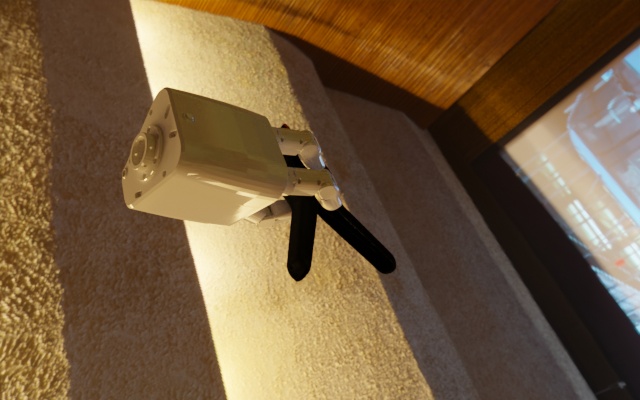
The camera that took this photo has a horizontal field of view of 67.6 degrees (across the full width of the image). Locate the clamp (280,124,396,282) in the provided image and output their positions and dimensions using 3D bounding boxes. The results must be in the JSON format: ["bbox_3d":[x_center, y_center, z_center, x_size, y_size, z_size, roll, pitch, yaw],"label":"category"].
[{"bbox_3d":[-0.001,0.002,0.543,0.164,0.209,0.036,14,-47,-45],"label":"clamp"}]
